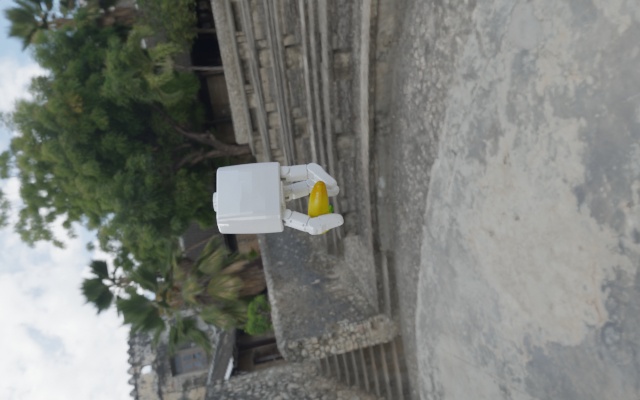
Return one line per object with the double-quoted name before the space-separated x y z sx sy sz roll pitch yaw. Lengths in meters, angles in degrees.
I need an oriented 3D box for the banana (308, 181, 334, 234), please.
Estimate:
"banana" -0.001 0.022 0.843 0.037 0.069 0.198 4 -12 5
